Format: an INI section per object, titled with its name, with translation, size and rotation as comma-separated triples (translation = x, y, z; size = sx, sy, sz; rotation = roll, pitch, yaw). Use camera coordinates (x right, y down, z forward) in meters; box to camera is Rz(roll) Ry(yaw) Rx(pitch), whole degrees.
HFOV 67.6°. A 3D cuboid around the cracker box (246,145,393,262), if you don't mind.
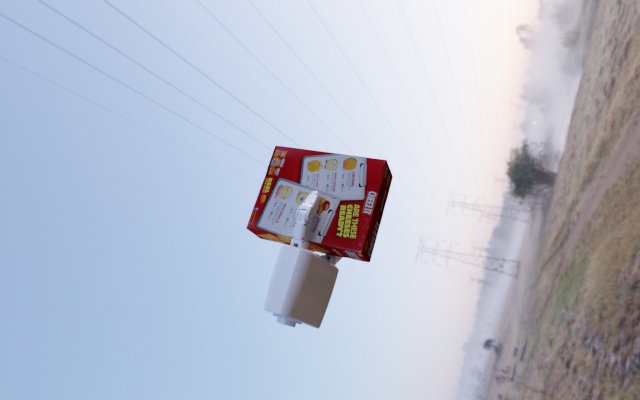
[cracker box]
translation = 0.000, 0.003, 0.822
size = 0.213, 0.164, 0.072
rotation = 10, -18, 23
